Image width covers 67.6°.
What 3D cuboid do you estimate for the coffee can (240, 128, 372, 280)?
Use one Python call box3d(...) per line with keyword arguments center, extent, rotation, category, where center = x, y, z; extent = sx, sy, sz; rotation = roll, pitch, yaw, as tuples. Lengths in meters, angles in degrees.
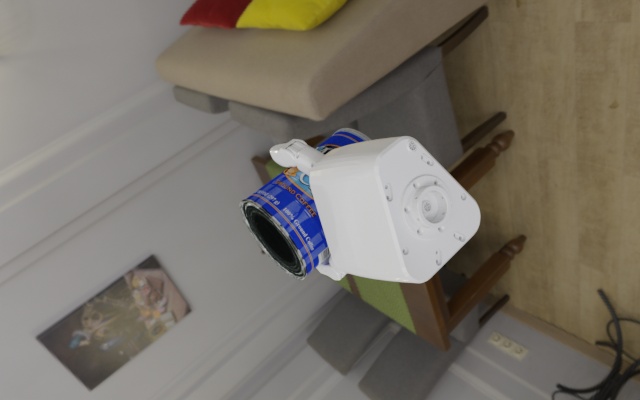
box3d(center=(0.000, 0.002, 0.515), extent=(0.140, 0.103, 0.103), rotation=(-38, 17, -22), category="coffee can")
